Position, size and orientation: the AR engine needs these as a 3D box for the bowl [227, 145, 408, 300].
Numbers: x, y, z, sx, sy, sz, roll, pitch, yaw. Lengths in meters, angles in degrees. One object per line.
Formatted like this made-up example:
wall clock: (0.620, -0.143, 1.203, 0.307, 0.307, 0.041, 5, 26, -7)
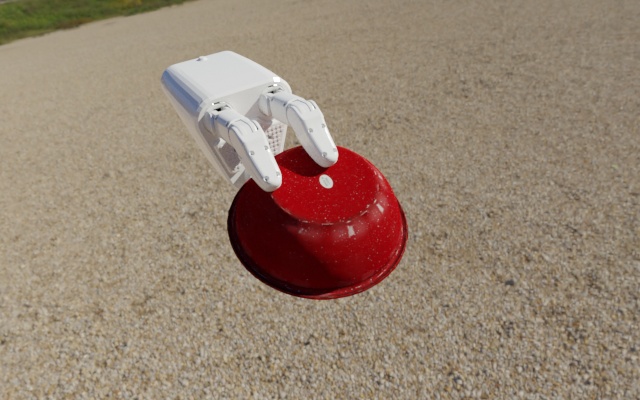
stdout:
bowl: (0.001, 0.002, 0.409, 0.162, 0.162, 0.055, 0, -41, -6)
